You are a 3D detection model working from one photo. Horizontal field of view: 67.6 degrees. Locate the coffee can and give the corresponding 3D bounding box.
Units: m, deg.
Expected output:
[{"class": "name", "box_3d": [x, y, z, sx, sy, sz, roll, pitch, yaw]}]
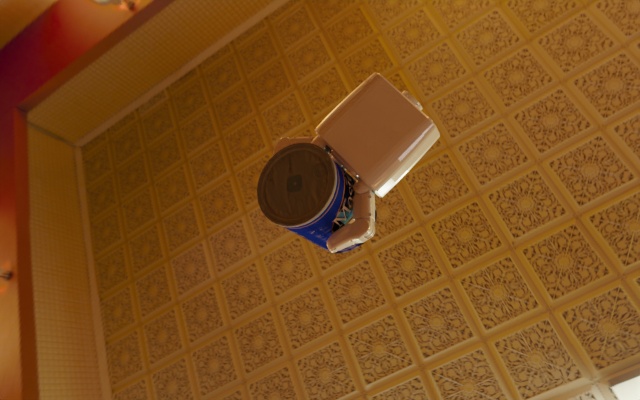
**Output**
[{"class": "coffee can", "box_3d": [0.000, 0.002, 0.605, 0.103, 0.102, 0.140, 0, -18, 27]}]
